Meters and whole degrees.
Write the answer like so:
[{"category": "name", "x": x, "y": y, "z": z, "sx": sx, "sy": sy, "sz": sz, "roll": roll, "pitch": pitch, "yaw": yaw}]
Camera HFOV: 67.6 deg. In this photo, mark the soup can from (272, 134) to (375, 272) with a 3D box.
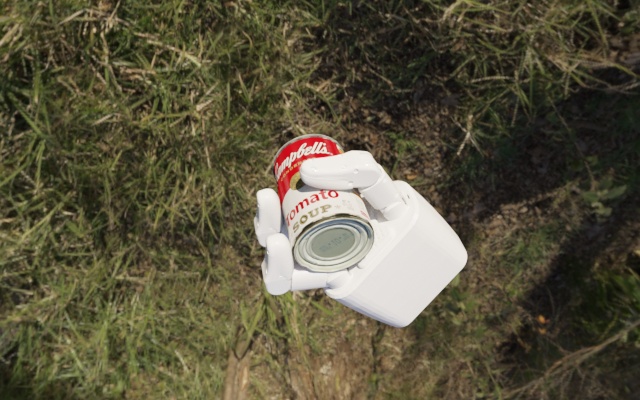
[{"category": "soup can", "x": 0.000, "y": 0.001, "z": 0.404, "sx": 0.068, "sy": 0.069, "sz": 0.102, "roll": 0, "pitch": 44, "yaw": -17}]
